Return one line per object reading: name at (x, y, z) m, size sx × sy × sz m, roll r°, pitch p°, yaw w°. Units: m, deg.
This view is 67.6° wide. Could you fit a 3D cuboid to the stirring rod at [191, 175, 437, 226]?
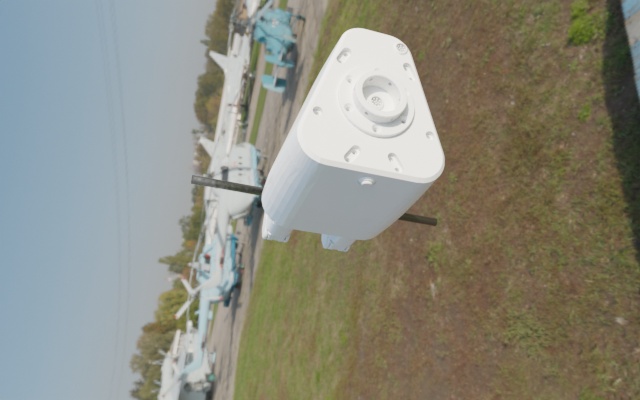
stirring rod at (0.000, 0.001, 0.454) m, size 0.239 × 0.011 × 0.011 m, roll 10°, pitch -2°, yaw -12°
